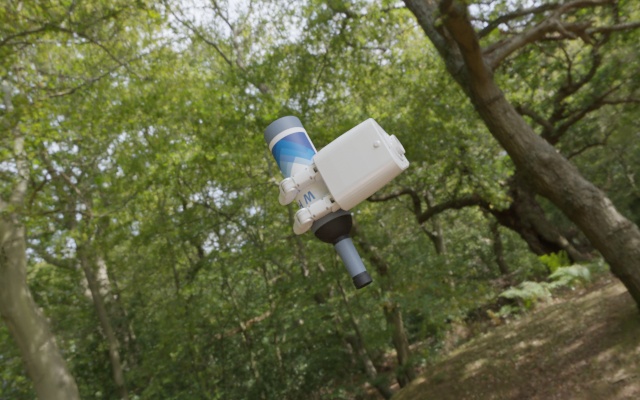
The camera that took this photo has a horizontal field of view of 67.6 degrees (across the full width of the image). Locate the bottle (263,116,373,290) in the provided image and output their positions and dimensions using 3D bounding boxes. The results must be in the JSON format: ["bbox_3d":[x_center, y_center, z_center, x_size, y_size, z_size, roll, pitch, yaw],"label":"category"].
[{"bbox_3d":[0.000,0.002,0.751,0.069,0.295,0.069,-25,-19,-9],"label":"bottle"}]
